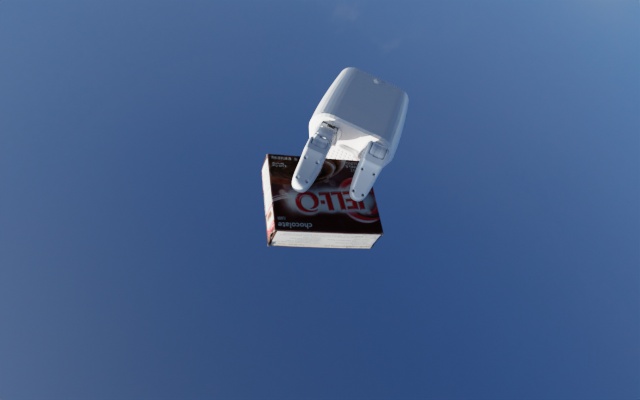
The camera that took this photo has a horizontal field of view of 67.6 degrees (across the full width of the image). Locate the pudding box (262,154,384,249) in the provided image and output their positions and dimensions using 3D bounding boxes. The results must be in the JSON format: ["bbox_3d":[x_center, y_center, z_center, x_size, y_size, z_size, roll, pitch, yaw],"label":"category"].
[{"bbox_3d":[0.000,0.002,0.484,0.113,0.090,0.039,1,-35,-17],"label":"pudding box"}]
